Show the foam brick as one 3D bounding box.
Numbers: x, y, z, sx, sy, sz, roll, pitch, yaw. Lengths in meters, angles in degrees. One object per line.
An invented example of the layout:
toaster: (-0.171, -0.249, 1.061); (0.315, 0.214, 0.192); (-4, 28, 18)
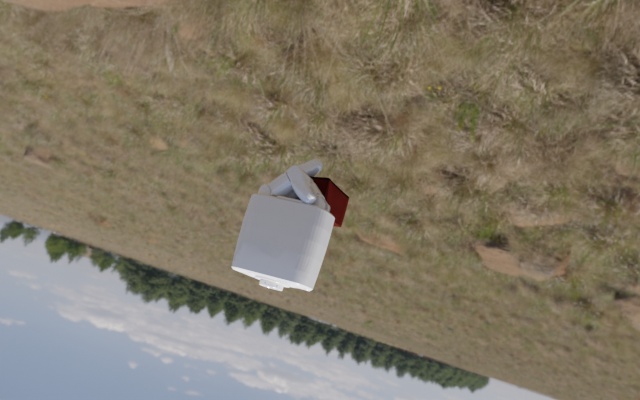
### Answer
foam brick: (0.000, 0.002, 0.713); (0.053, 0.051, 0.078); (5, -18, 30)
